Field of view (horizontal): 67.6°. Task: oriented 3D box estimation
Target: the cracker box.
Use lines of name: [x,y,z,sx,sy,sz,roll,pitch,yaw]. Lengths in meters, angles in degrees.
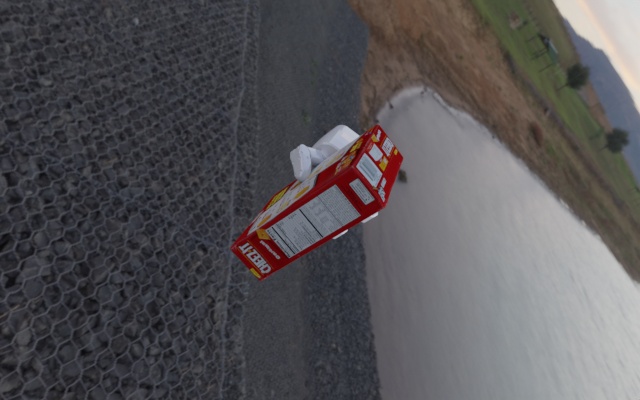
cracker box: [0.000,0.002,0.649,0.214,0.072,0.164,-33,12,29]
